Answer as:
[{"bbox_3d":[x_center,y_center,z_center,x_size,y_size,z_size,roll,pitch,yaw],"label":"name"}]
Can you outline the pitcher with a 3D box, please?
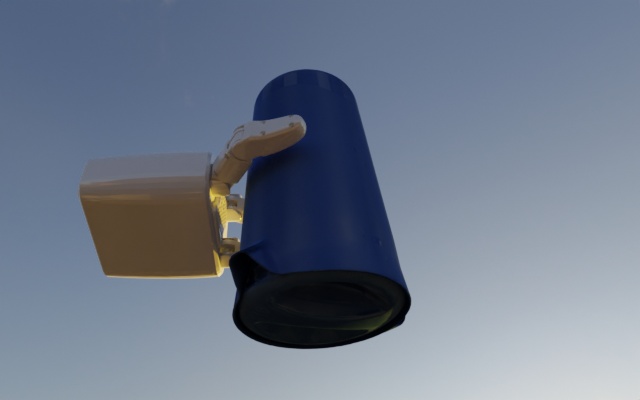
[{"bbox_3d":[0.000,0.001,0.432,0.145,0.242,0.149,-3,-38,-2],"label":"pitcher"}]
